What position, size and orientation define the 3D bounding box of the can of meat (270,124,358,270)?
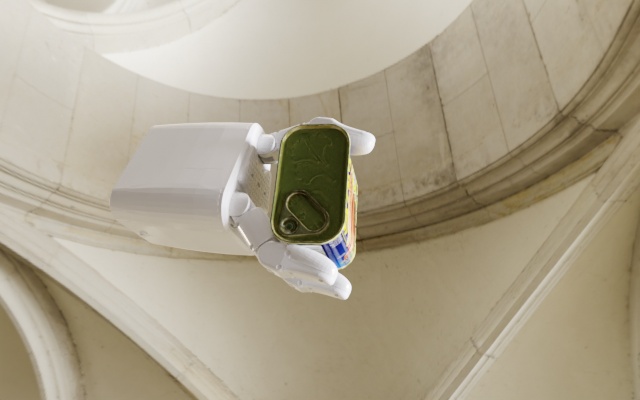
[{"bbox_3d":[0.000,0.001,0.402,0.057,0.102,0.084,0,-24,11],"label":"can of meat"}]
